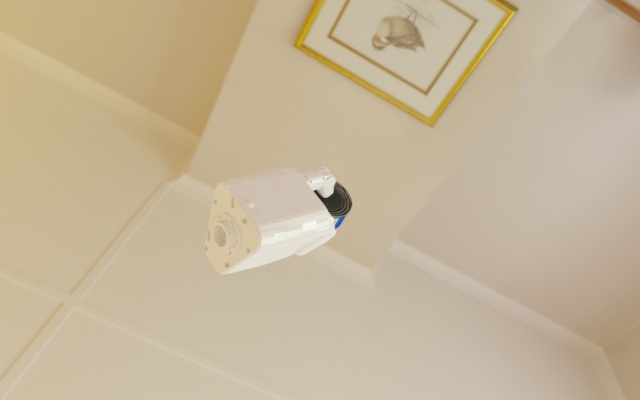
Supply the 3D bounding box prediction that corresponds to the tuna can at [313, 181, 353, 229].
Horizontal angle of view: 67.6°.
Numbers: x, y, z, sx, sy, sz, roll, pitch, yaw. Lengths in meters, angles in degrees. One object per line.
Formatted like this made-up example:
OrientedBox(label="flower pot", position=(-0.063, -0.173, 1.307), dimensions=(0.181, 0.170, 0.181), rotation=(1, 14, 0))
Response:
OrientedBox(label="tuna can", position=(0.000, 0.003, 0.683), dimensions=(0.086, 0.086, 0.034), rotation=(0, -44, -33))
